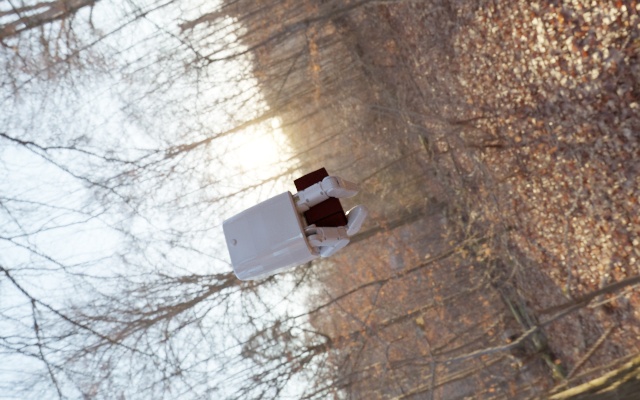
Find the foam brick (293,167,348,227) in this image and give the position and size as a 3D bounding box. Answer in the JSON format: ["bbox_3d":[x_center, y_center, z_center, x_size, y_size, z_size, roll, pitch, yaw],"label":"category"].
[{"bbox_3d":[0.000,0.002,0.686,0.051,0.078,0.053,-23,-28,4],"label":"foam brick"}]
